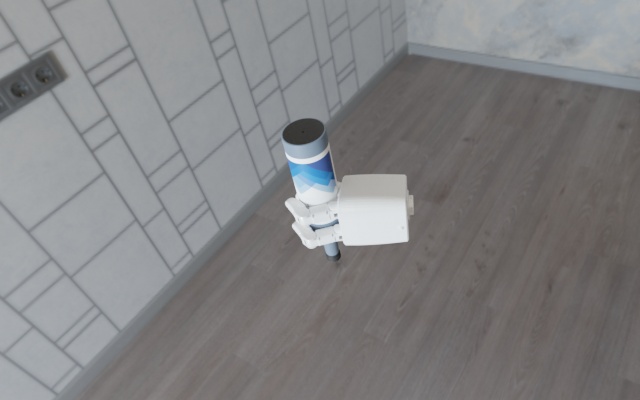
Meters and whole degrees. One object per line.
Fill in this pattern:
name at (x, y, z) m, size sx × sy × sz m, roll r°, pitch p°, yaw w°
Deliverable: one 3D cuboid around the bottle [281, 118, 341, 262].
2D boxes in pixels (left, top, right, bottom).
bottle at (0.000, 0.002, 0.791) m, size 0.069 × 0.069 × 0.296 m, roll 0°, pitch -44°, yaw 14°
